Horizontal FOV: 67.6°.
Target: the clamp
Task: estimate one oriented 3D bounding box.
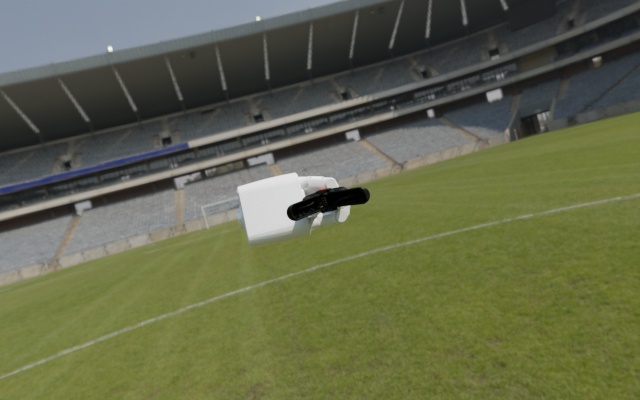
[{"bbox_3d":[0.000,0.002,0.742,0.120,0.039,0.171,-9,1,-9],"label":"clamp"}]
